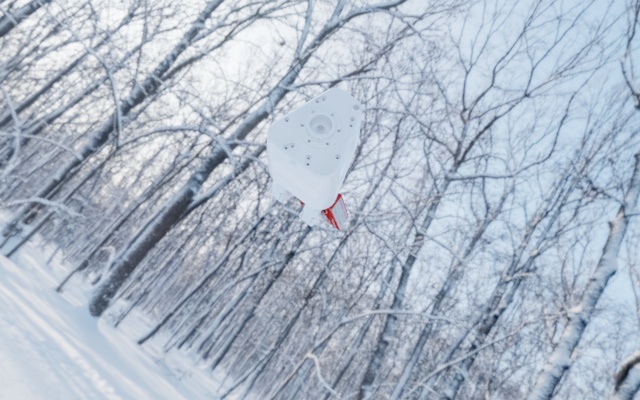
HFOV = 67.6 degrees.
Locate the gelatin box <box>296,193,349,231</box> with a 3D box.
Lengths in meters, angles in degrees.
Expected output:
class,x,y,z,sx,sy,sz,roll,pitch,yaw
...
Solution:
class,x,y,z,sx,sy,sz,roll,pitch,yaw
gelatin box,0.000,0.002,0.703,0.073,0.030,0.089,32,-13,21
